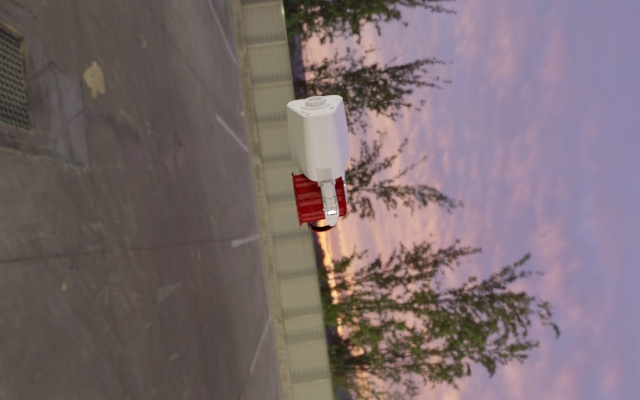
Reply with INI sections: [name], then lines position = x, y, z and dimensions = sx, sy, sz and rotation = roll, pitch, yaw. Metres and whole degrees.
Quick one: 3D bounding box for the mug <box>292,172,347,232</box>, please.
[mug]
position = 0.001, 0.004, 0.811
dimensions = 0.081, 0.117, 0.093
rotation = -9, 26, -2
